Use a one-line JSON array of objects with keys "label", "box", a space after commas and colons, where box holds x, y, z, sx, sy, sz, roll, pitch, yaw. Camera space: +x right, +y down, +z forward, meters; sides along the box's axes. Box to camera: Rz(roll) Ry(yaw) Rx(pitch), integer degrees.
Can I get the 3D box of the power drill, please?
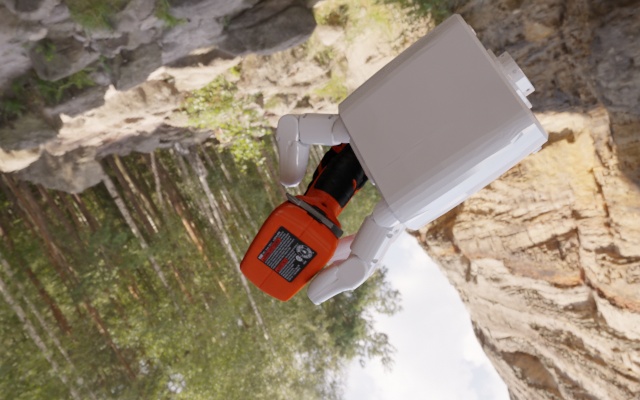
[{"label": "power drill", "box": [0.000, 0.002, 0.447, 0.057, 0.187, 0.184, 34, -45, -1]}]
